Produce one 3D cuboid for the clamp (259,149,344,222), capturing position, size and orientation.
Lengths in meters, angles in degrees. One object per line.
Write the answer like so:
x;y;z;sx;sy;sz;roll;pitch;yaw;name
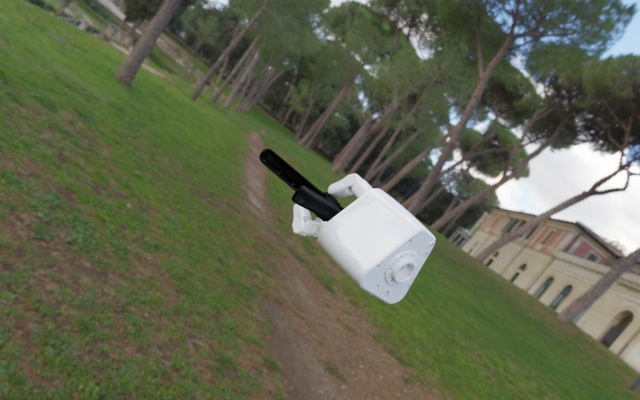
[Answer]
0.001;0.002;0.714;0.210;0.036;0.164;36;7;-40;clamp
